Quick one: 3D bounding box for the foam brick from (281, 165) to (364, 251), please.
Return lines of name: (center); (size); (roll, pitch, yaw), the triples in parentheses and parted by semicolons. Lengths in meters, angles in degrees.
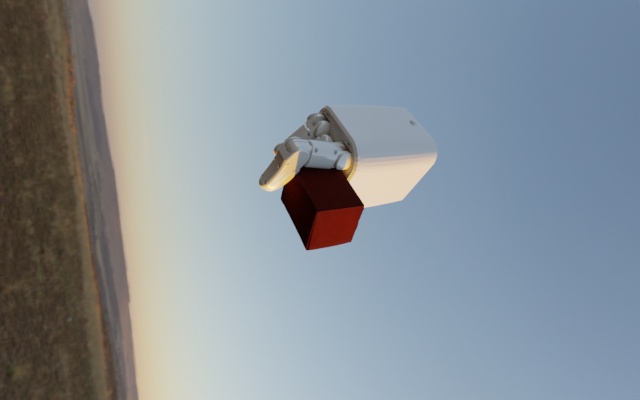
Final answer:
foam brick: (0.000, 0.002, 0.474); (0.051, 0.053, 0.078); (-5, 44, -25)
